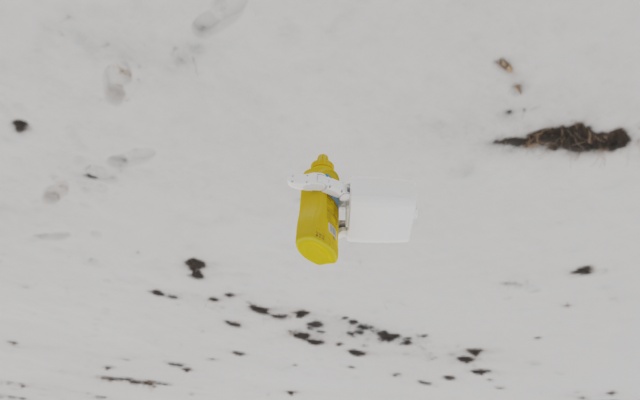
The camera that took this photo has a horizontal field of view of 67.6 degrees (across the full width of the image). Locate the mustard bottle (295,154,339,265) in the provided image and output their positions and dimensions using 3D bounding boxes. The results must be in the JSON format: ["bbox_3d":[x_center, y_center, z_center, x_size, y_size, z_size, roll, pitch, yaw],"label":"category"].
[{"bbox_3d":[0.000,0.003,0.793,0.058,0.191,0.096,-11,-36,23],"label":"mustard bottle"}]
